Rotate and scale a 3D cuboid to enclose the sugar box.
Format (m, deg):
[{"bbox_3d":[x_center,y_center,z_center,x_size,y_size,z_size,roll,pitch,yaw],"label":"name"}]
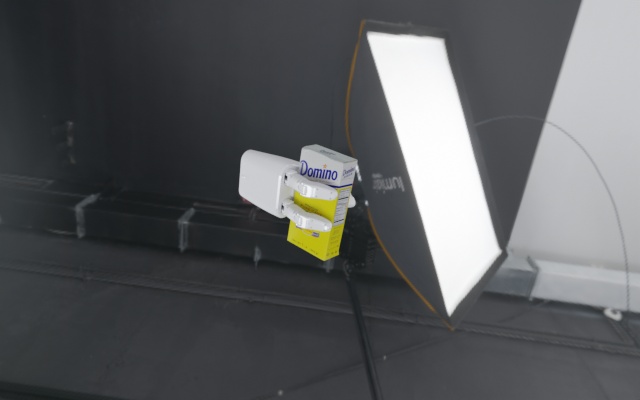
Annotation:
[{"bbox_3d":[0.000,0.003,0.810,0.093,0.176,0.048,24,27,34],"label":"sugar box"}]
